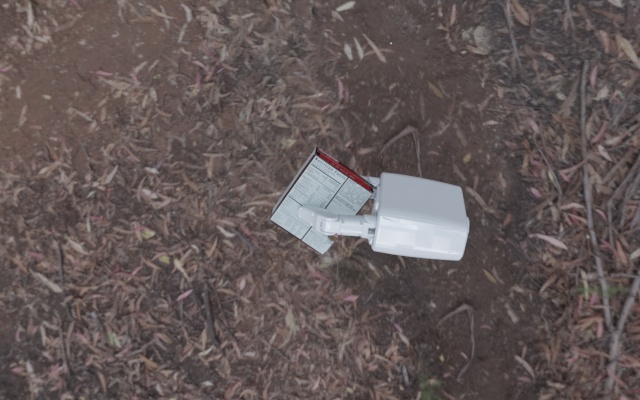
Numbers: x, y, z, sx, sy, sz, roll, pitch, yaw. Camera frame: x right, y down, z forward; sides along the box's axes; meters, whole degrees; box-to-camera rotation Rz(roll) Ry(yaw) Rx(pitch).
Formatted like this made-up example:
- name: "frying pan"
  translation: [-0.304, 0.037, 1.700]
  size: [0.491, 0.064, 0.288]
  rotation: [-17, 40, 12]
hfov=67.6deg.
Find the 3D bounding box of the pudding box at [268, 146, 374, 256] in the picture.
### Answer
- name: "pudding box"
  translation: [0.000, 0.002, 0.610]
  size: [0.090, 0.113, 0.039]
  rotation: [35, 18, -7]
